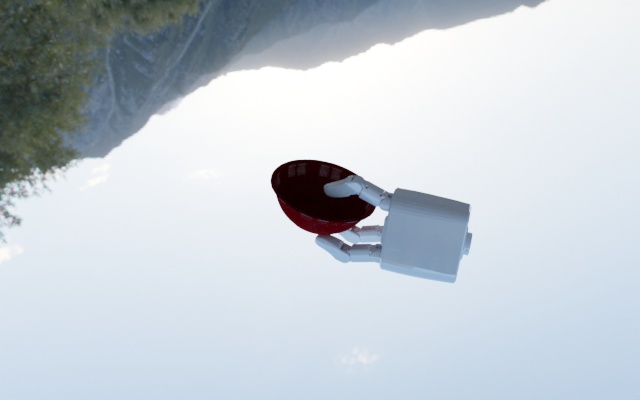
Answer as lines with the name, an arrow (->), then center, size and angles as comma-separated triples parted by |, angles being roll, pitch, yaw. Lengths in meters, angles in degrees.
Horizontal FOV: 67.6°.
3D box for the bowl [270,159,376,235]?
bowl -> -0.001, 0.002, 0.717 | 0.162, 0.055, 0.162 | 12, 34, -8
